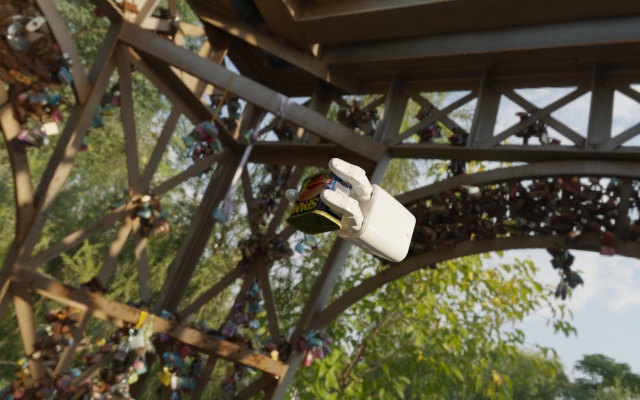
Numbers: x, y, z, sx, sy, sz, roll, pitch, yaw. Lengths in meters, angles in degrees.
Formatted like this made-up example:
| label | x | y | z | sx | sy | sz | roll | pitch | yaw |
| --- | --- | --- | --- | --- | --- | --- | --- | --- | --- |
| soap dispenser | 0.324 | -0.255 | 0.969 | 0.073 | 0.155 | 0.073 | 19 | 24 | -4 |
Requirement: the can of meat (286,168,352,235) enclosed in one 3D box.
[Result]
| label | x | y | z | sx | sy | sz | roll | pitch | yaw |
| --- | --- | --- | --- | --- | --- | --- | --- | --- | --- |
| can of meat | 0.000 | 0.002 | 0.770 | 0.057 | 0.084 | 0.102 | 33 | -27 | -27 |
